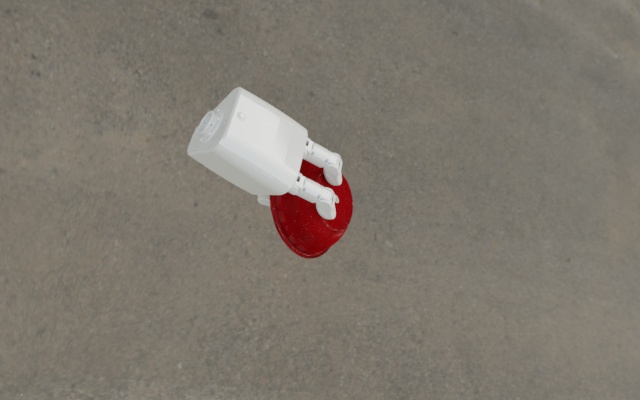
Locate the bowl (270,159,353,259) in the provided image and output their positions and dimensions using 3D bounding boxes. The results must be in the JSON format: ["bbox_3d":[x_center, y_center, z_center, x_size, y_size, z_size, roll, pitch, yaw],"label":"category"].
[{"bbox_3d":[0.001,0.003,0.697,0.055,0.162,0.162,-10,-6,36],"label":"bowl"}]
